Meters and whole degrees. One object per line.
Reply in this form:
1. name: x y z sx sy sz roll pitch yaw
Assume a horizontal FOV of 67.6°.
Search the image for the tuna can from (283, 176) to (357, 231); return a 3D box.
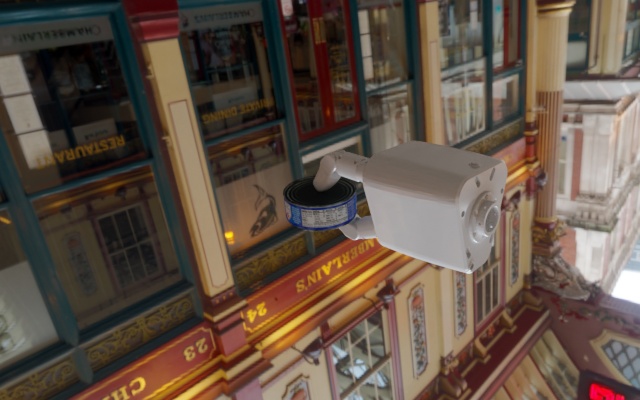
1. tuna can: 0.000 0.002 0.561 0.086 0.034 0.086 -3 26 2
